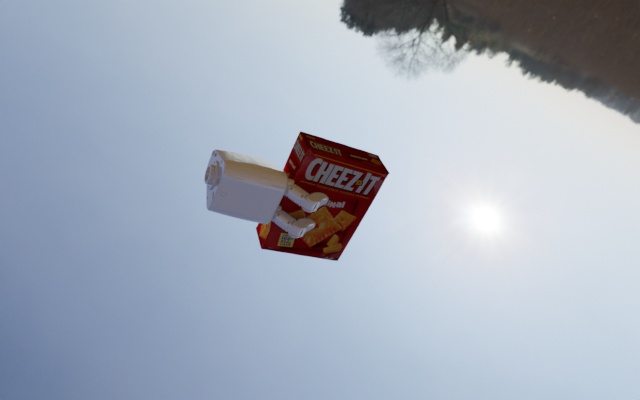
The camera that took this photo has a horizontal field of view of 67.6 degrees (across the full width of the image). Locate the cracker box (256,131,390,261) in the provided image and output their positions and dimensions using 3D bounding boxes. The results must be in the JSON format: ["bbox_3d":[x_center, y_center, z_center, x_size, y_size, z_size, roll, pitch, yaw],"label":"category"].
[{"bbox_3d":[0.000,0.003,0.857,0.164,0.214,0.072,13,30,-27],"label":"cracker box"}]
